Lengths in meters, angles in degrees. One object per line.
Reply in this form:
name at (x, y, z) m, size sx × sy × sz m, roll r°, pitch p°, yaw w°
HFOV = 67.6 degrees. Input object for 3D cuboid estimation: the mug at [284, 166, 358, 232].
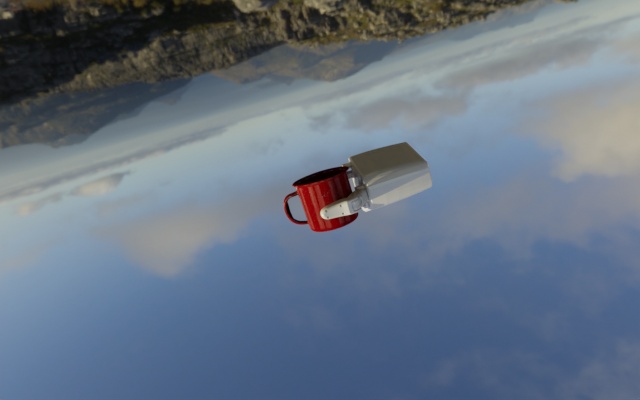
mug at (-0.001, 0.003, 0.756) m, size 0.117 × 0.081 × 0.093 m, roll -18°, pitch 12°, yaw -2°
